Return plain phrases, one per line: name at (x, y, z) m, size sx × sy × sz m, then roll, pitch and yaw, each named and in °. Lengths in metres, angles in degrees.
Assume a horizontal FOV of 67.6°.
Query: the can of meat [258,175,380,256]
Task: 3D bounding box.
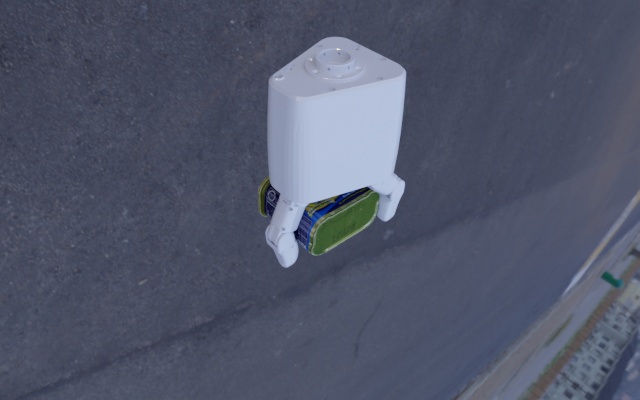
can of meat at (0.000, 0.002, 0.502) m, size 0.102 × 0.057 × 0.084 m, roll -29°, pitch 51°, yaw -33°
